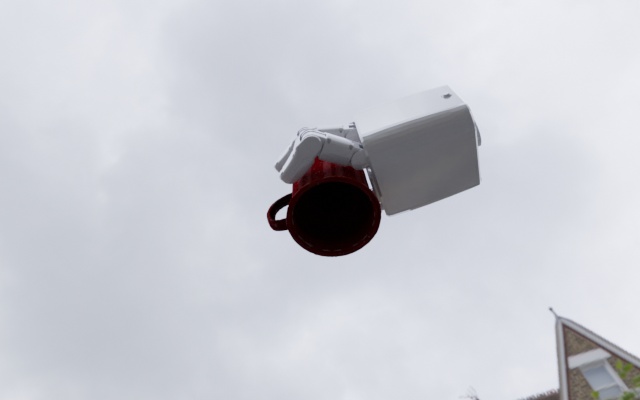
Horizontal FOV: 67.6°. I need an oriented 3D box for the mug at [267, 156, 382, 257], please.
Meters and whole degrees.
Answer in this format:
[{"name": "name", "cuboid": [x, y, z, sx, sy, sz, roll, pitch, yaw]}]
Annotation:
[{"name": "mug", "cuboid": [-0.001, 0.002, 0.499, 0.117, 0.093, 0.081, -19, 30, 8]}]
